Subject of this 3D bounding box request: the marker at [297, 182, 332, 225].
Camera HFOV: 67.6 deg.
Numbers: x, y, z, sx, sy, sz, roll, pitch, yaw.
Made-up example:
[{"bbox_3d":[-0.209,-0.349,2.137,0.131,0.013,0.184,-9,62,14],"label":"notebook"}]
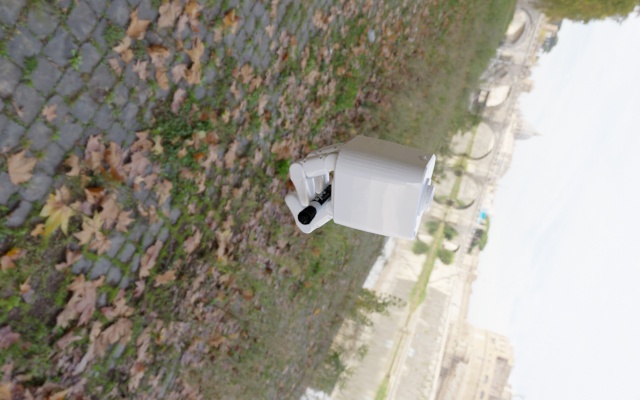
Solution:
[{"bbox_3d":[0.000,0.002,0.619,0.020,0.020,0.121,0,20,22],"label":"marker"}]
